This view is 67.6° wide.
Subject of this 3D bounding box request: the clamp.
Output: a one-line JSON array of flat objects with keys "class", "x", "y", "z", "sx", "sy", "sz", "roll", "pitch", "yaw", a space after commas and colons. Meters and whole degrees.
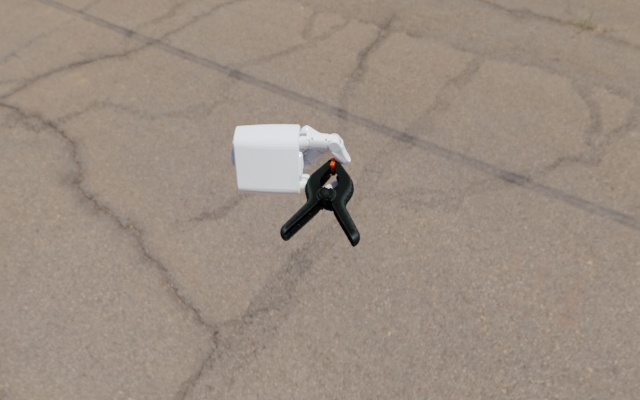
[{"class": "clamp", "x": 0.000, "y": 0.002, "z": 0.758, "sx": 0.120, "sy": 0.171, "sz": 0.039, "roll": 1, "pitch": -42, "yaw": 0}]
